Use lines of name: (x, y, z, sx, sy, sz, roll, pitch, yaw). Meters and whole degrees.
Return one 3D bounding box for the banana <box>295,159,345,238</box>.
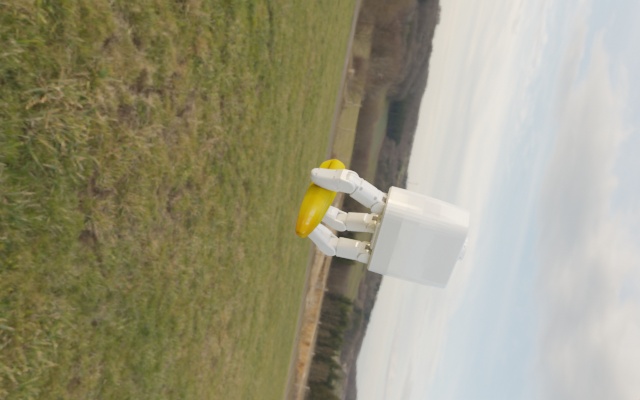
banana: (0.006, -0.015, 0.656, 0.037, 0.070, 0.197, 19, 23, 4)
